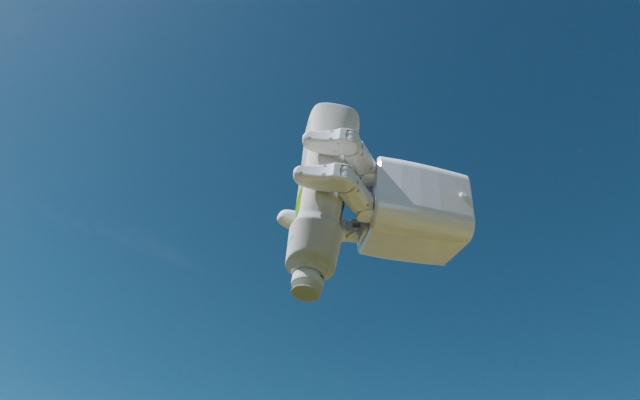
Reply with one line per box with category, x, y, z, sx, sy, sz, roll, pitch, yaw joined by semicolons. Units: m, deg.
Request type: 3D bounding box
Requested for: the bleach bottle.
bleach bottle;0.000;0.002;0.535;0.068;0.250;0.103;10;-42;-1
